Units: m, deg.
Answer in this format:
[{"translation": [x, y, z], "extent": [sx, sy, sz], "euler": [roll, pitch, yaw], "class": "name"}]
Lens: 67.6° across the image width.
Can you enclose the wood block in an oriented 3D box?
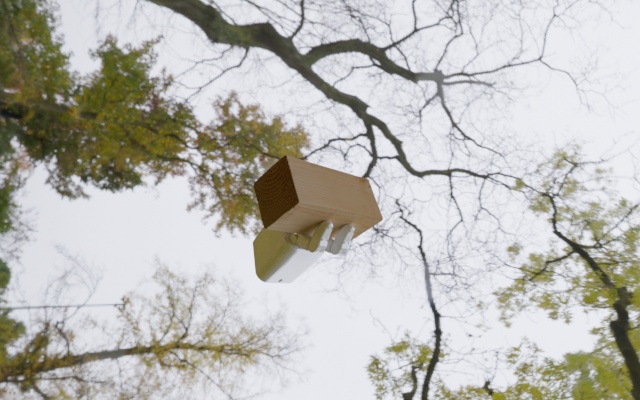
[{"translation": [0.000, 0.003, 0.821], "extent": [0.206, 0.090, 0.090], "euler": [12, -40, -45], "class": "wood block"}]
